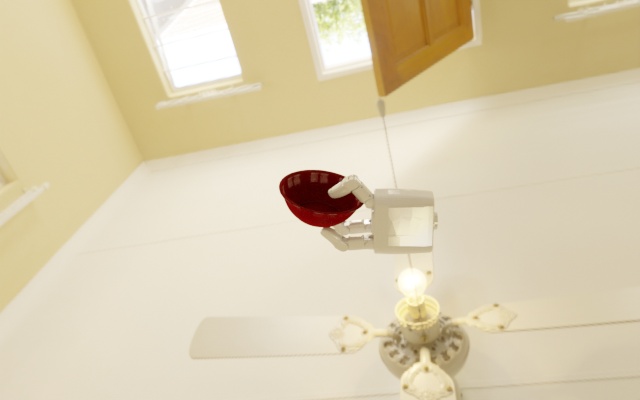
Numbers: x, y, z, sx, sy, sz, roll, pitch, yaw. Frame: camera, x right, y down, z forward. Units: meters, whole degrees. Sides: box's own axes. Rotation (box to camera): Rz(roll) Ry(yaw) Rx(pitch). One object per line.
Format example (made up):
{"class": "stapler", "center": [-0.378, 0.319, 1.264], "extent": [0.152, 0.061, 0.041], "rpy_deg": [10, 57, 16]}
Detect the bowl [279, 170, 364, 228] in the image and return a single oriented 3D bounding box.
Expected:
{"class": "bowl", "center": [-0.001, 0.003, 0.889], "extent": [0.162, 0.055, 0.162], "rpy_deg": [7, 31, -4]}
